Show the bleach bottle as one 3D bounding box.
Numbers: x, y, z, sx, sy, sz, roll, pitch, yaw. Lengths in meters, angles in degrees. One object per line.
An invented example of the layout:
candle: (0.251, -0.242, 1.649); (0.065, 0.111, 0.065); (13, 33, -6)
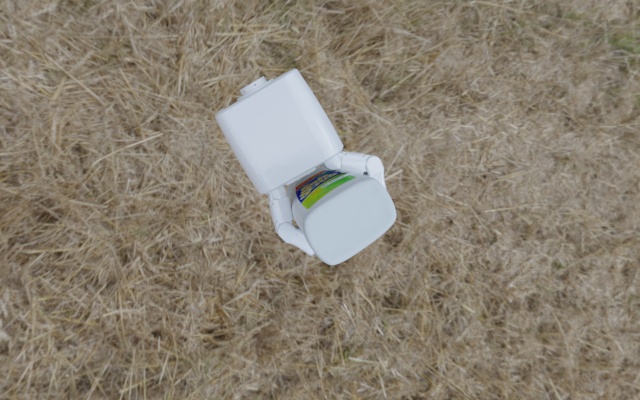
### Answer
bleach bottle: (0.000, 0.002, 0.605); (0.102, 0.068, 0.251); (-33, 16, -9)
